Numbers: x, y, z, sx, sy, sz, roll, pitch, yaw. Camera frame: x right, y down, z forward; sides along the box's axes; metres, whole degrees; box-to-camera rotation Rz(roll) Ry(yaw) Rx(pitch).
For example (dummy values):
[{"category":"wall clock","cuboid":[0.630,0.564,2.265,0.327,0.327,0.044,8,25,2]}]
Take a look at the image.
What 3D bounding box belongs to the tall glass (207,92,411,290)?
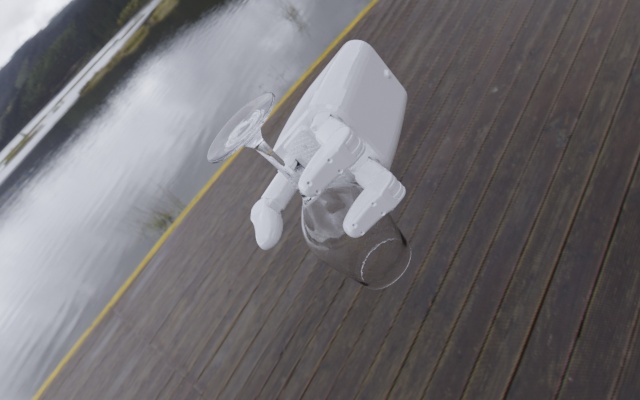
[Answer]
[{"category":"tall glass","cuboid":[0.000,0.001,0.424,0.201,0.079,0.079,44,-24,-28]}]
